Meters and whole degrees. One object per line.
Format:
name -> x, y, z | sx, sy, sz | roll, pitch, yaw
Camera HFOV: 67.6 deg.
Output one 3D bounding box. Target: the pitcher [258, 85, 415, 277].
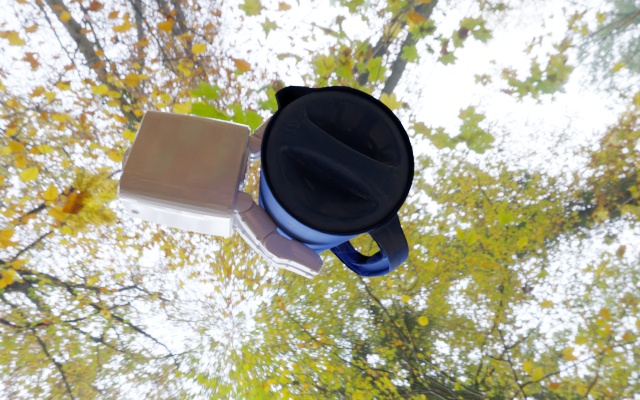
pitcher -> 0.000, 0.002, 0.505 | 0.145, 0.149, 0.243 | 11, -17, -8
